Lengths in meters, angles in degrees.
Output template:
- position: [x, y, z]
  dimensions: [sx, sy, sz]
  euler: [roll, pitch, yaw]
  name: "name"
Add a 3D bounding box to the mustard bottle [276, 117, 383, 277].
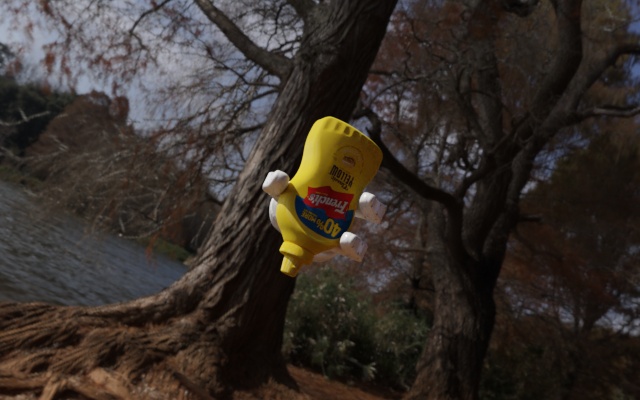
- position: [0.000, 0.002, 0.580]
  dimensions: [0.096, 0.191, 0.058]
  euler: [31, -15, -24]
  name: "mustard bottle"
